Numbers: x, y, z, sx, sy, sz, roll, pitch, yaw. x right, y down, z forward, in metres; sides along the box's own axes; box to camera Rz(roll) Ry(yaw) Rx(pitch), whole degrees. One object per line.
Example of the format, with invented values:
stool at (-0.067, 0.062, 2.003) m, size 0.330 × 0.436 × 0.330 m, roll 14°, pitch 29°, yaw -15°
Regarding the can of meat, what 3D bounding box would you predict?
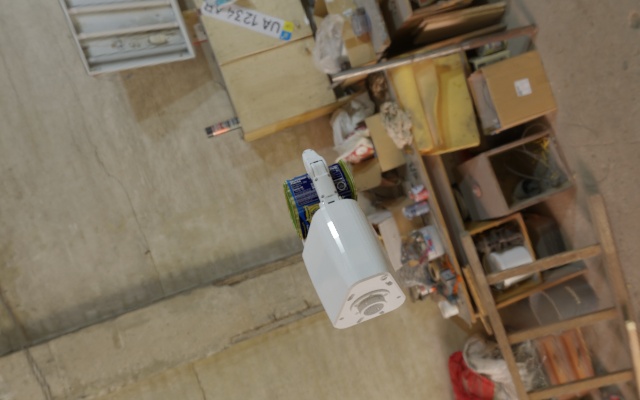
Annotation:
can of meat at (0.000, 0.002, 0.633) m, size 0.084 × 0.057 × 0.102 m, roll -19°, pitch -32°, yaw -8°
